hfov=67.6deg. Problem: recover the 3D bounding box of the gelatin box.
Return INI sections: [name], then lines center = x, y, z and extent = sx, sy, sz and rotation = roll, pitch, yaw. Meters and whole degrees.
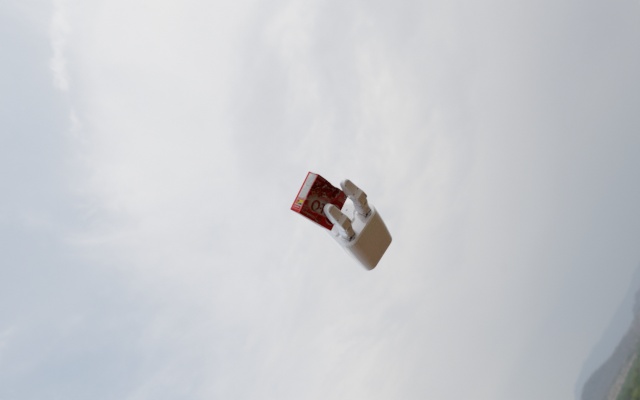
[gelatin box]
center = 0.000, 0.002, 0.816
extent = 0.030, 0.073, 0.089
rotation = 19, -10, 47
